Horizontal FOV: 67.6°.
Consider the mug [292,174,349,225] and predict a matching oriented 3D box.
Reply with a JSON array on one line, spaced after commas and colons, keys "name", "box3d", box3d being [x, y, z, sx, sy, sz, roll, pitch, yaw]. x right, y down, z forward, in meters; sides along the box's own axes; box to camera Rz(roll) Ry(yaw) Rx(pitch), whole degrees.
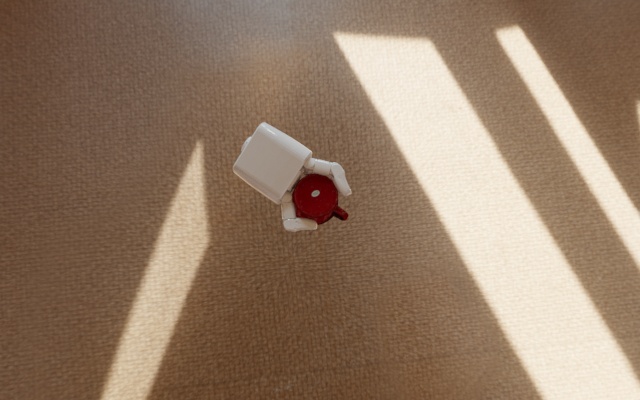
[{"name": "mug", "box3d": [0.001, 0.004, 0.890, 0.117, 0.093, 0.081, 34, -8, 3]}]
